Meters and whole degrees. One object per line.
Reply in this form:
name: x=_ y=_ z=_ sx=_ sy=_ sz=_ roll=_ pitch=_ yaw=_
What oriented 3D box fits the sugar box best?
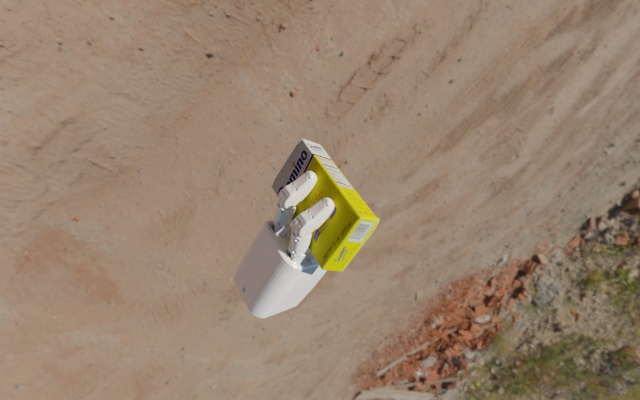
sugar box: x=0.000 y=0.002 z=0.656 sx=0.048 sy=0.093 sz=0.176 roll=12 pitch=31 yaw=-44
